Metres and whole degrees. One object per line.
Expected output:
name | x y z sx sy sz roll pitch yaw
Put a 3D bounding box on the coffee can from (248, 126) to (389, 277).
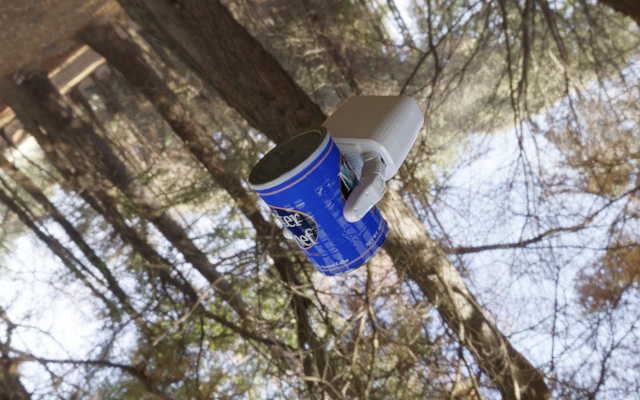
coffee can | 0.000 0.002 0.543 0.103 0.140 0.102 -28 25 15
